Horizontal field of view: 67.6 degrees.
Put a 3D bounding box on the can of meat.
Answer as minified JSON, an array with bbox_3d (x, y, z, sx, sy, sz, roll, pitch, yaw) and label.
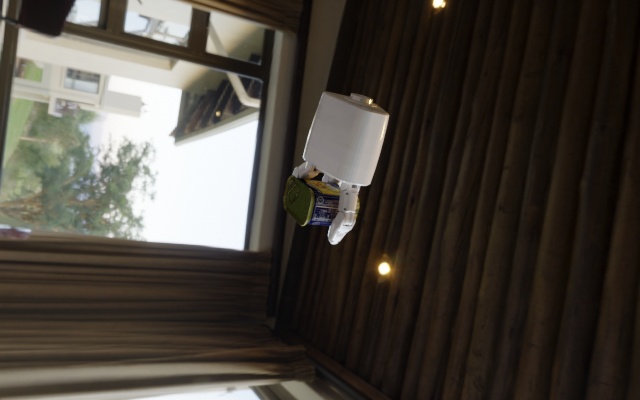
[{"bbox_3d":[0.000,0.003,0.738,0.084,0.057,0.102,6,16,-27],"label":"can of meat"}]
